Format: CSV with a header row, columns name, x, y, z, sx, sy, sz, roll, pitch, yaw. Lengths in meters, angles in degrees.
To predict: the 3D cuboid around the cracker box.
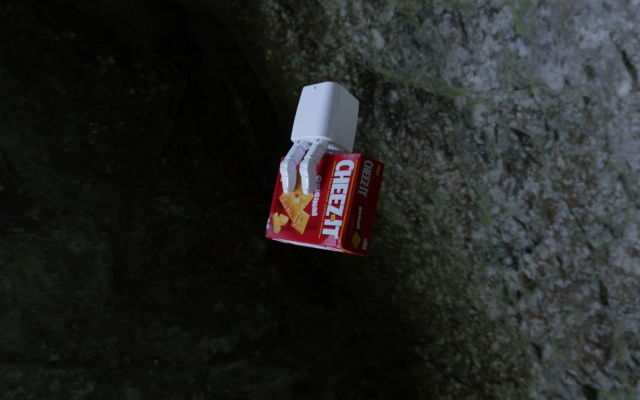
name,x,y,z,sx,sy,sz,roll,pitch,yaw
cracker box,0.000,0.003,0.865,0.072,0.164,0.213,19,-10,-41
